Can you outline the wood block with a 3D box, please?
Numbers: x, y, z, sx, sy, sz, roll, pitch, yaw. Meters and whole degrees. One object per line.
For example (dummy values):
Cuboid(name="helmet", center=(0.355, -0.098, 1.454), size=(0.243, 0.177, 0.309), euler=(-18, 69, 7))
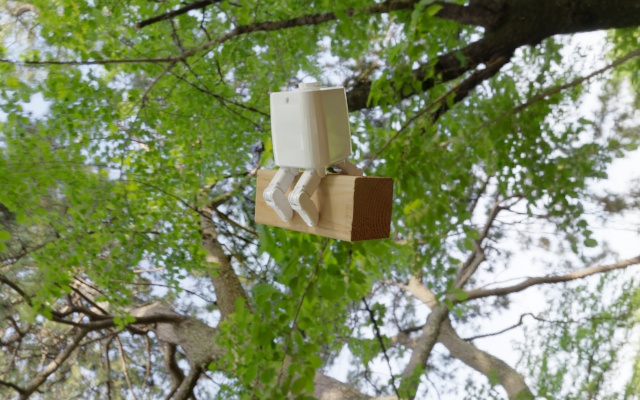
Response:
Cuboid(name="wood block", center=(0.000, 0.002, 0.732), size=(0.206, 0.090, 0.091), euler=(8, 7, 44))
